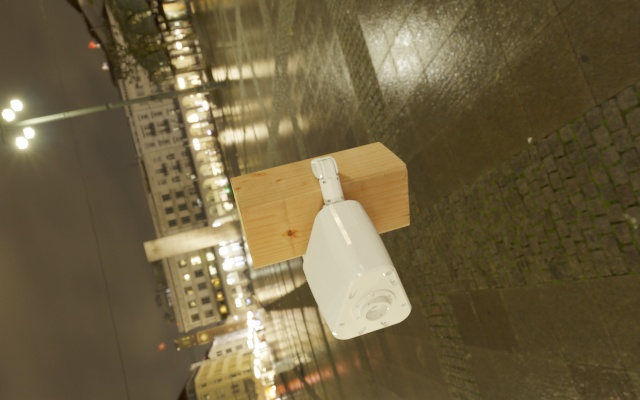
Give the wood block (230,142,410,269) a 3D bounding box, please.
[{"bbox_3d":[0.000,0.002,0.612,0.206,0.091,0.090,-15,30,-11],"label":"wood block"}]
